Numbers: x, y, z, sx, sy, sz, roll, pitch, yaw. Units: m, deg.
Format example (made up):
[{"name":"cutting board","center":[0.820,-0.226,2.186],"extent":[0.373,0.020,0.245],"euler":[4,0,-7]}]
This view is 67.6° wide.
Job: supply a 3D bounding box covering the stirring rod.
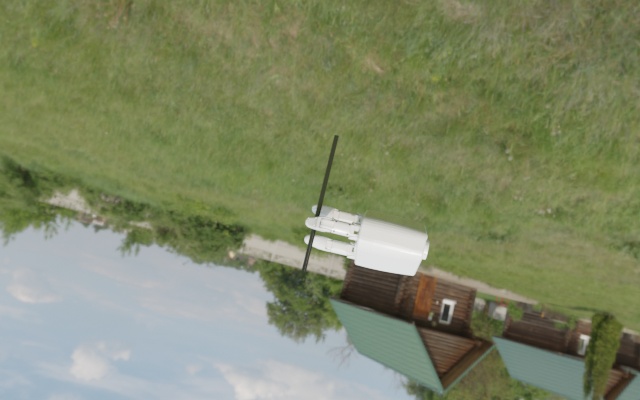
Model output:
[{"name":"stirring rod","center":[0.000,0.003,0.816],"extent":[0.011,0.239,0.011],"euler":[13,-8,2]}]
